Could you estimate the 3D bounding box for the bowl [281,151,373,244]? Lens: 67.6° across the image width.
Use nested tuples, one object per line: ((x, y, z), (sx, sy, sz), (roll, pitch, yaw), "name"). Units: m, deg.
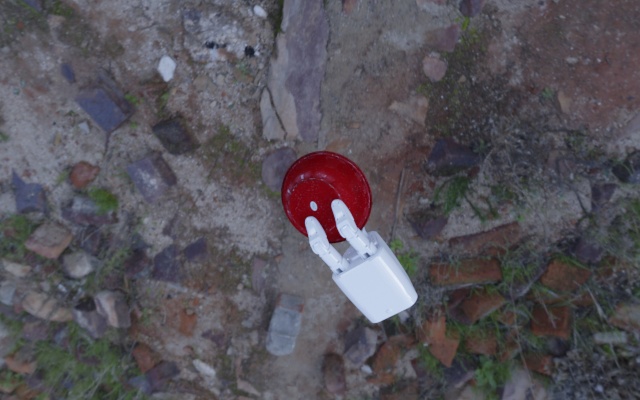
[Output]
((-0.001, 0.002, 0.781), (0.162, 0.162, 0.055), (0, 15, 20), "bowl")
